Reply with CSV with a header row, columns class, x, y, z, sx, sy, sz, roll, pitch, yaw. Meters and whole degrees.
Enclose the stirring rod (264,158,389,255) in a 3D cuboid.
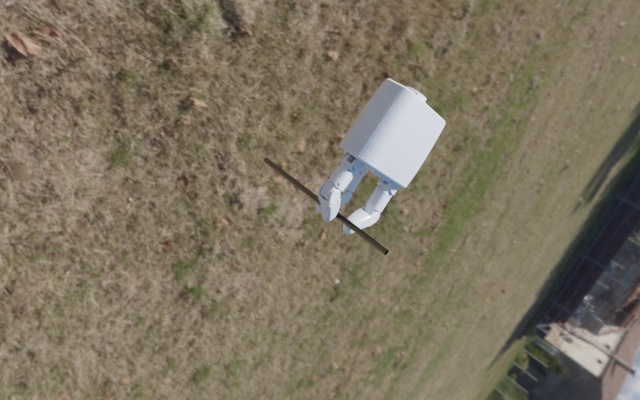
class,x,y,z,sx,sy,sz,roll,pitch,yaw
stirring rod,0.000,0.002,0.658,0.239,0.011,0.011,37,21,30
